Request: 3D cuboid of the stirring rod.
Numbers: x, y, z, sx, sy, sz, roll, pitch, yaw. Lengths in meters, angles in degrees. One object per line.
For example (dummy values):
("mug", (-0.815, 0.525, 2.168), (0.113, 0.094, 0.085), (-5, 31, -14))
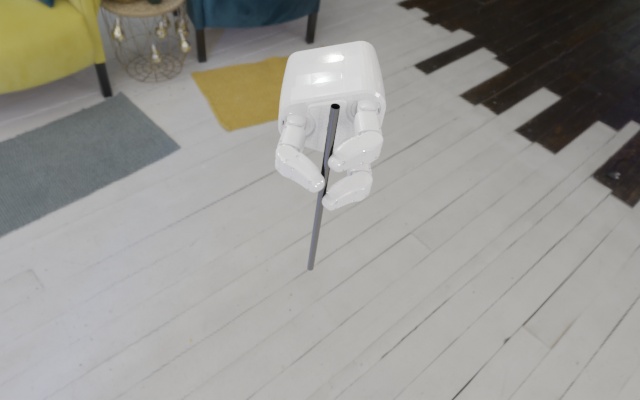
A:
("stirring rod", (0.000, 0.002, 0.483), (0.011, 0.011, 0.240), (0, -41, -8))
